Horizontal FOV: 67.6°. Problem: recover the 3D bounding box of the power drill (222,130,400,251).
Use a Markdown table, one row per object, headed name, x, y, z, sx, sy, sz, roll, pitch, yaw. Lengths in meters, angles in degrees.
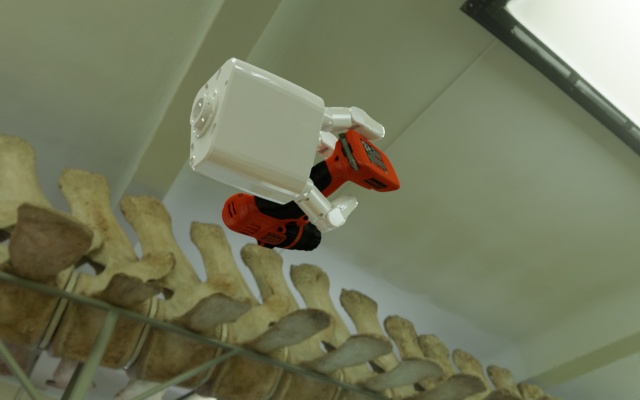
| name | x | y | z | sx | sy | sz | roll | pitch | yaw |
| --- | --- | --- | --- | --- | --- | --- | --- | --- | --- |
| power drill | 0.000 | 0.002 | 0.590 | 0.188 | 0.057 | 0.184 | -32 | -27 | 20 |
